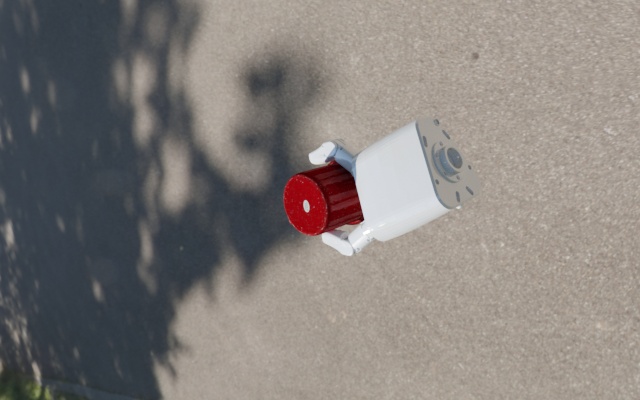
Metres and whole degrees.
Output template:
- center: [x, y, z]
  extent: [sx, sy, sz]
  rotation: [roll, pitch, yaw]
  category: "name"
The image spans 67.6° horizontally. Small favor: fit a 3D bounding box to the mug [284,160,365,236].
- center: [-0.001, 0.003, 0.626]
  extent: [0.081, 0.093, 0.117]
  rotation: [-18, -11, -44]
  category: "mug"
